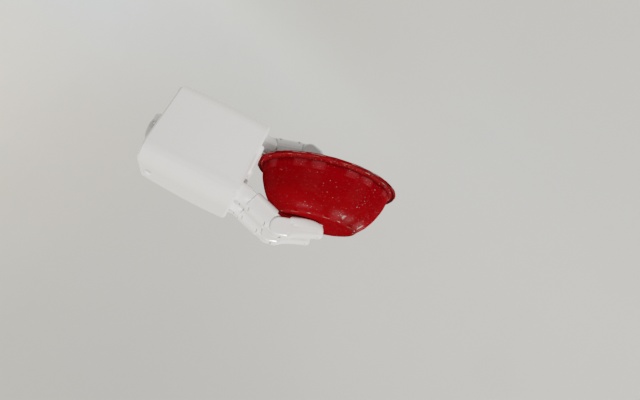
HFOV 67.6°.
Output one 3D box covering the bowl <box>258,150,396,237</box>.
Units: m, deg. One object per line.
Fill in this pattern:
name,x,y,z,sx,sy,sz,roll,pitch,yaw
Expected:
bowl,0.001,0.003,0.541,0.162,0.055,0.162,13,-15,4
